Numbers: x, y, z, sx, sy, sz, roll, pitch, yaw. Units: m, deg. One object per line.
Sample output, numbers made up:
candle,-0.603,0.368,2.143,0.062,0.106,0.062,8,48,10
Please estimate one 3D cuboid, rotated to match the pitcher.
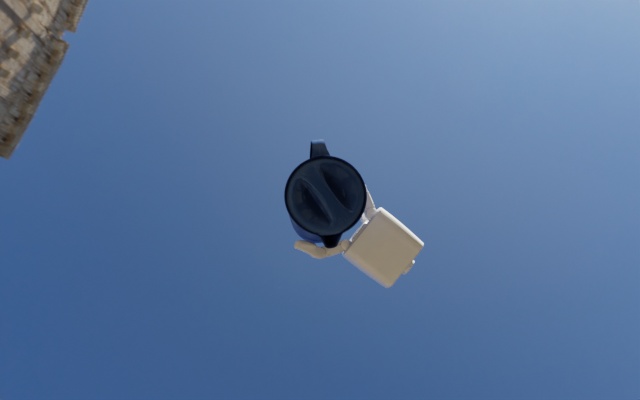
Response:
pitcher,0.000,0.003,0.877,0.145,0.149,0.243,37,-11,3
